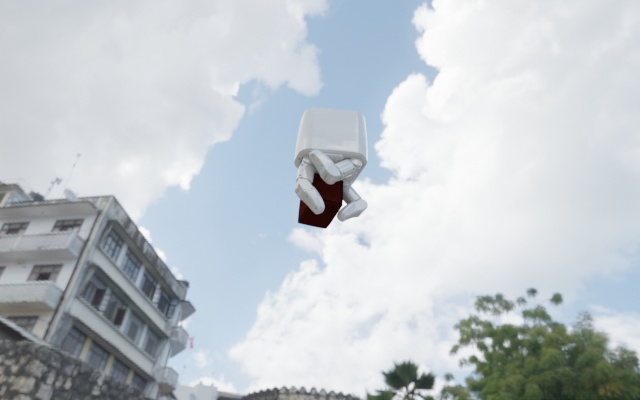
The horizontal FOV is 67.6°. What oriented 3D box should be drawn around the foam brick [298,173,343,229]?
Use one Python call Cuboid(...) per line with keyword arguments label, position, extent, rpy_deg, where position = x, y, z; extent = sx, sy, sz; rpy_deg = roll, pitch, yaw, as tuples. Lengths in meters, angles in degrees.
Cuboid(label="foam brick", position=(0.000, 0.003, 0.790), extent=(0.053, 0.051, 0.078), rpy_deg=(15, -39, -15))
